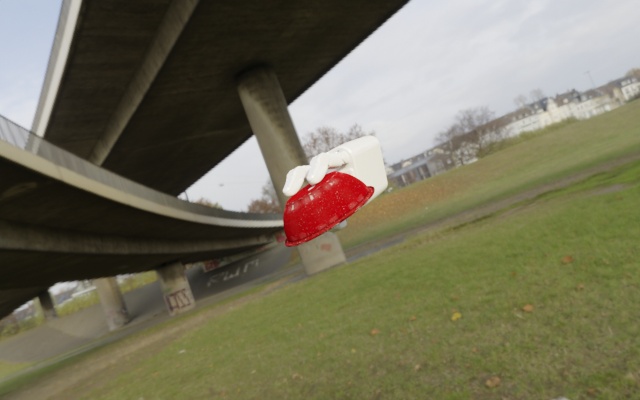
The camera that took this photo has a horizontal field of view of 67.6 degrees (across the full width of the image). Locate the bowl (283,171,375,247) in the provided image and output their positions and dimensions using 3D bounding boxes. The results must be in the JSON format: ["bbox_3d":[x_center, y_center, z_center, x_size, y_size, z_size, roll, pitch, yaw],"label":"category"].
[{"bbox_3d":[0.000,0.002,0.723,0.162,0.055,0.162,-32,10,6],"label":"bowl"}]
